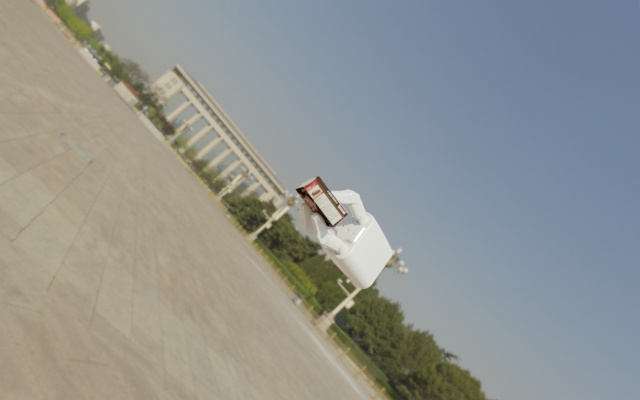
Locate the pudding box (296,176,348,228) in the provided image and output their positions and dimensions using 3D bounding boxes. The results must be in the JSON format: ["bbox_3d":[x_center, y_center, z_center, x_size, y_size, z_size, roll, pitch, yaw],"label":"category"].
[{"bbox_3d":[0.000,0.003,0.870,0.039,0.090,0.113,-39,5,-11],"label":"pudding box"}]
